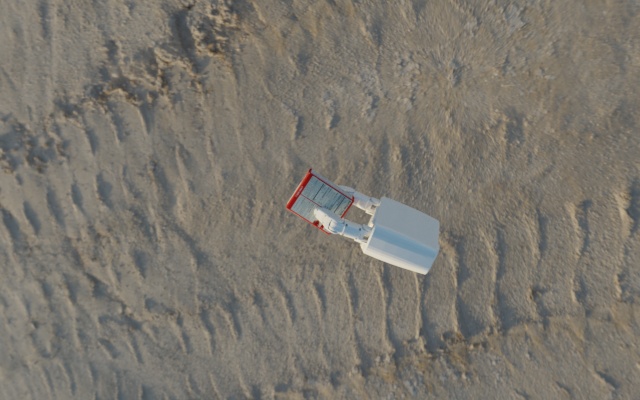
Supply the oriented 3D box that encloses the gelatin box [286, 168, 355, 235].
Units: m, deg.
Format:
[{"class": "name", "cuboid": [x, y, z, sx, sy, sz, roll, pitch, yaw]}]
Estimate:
[{"class": "gelatin box", "cuboid": [0.000, 0.003, 0.782, 0.089, 0.073, 0.030, 32, 17, -7]}]
